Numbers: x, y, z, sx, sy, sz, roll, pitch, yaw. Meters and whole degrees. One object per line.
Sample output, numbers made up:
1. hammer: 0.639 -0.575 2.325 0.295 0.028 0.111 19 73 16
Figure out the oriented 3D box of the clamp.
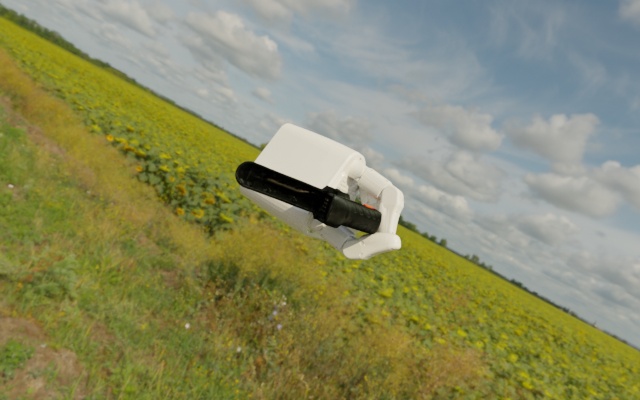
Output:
1. clamp: 0.000 0.001 0.463 0.120 0.039 0.171 29 2 26
